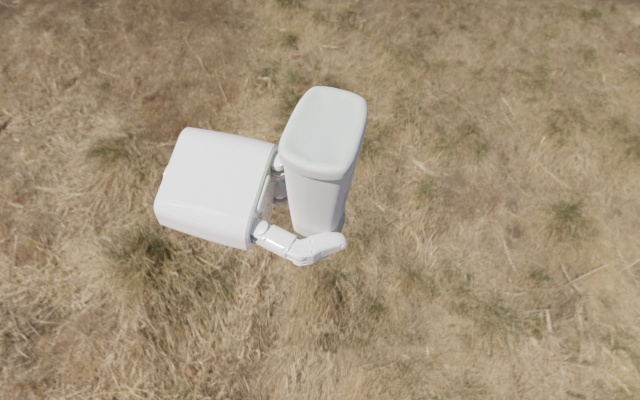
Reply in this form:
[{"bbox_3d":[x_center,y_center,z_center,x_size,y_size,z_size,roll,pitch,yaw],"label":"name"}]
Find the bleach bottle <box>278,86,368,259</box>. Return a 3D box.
[{"bbox_3d":[0.000,0.002,0.518,0.068,0.102,0.251,16,-33,7],"label":"bleach bottle"}]
